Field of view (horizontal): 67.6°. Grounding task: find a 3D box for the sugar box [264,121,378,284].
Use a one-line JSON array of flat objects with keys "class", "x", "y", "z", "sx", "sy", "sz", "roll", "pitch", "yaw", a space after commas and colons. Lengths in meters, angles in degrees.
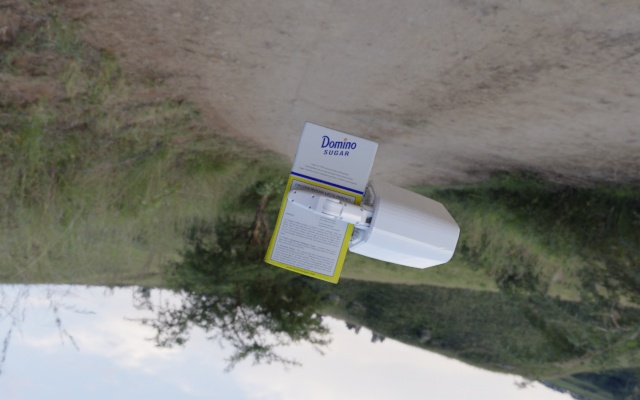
[{"class": "sugar box", "x": 0.000, "y": 0.002, "z": 0.582, "sx": 0.093, "sy": 0.176, "sz": 0.048, "roll": 17, "pitch": 0, "yaw": -4}]
